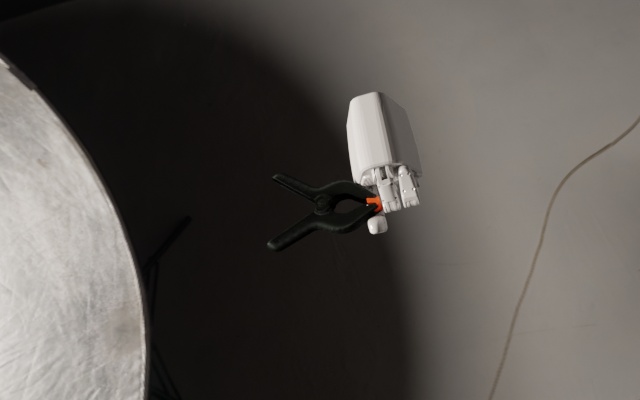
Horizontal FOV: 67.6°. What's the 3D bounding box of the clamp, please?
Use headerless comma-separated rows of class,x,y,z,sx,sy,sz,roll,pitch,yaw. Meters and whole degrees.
clamp,0.000,0.002,0.684,0.171,0.120,0.039,-12,-19,10
